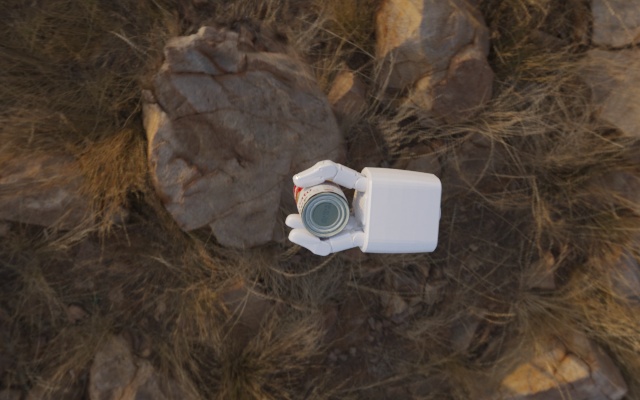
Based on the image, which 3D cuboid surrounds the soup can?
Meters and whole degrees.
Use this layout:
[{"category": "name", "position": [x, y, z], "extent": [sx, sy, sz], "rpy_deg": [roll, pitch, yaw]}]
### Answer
[{"category": "soup can", "position": [0.000, 0.002, 0.676], "extent": [0.068, 0.068, 0.102], "rpy_deg": [0, 21, -9]}]
